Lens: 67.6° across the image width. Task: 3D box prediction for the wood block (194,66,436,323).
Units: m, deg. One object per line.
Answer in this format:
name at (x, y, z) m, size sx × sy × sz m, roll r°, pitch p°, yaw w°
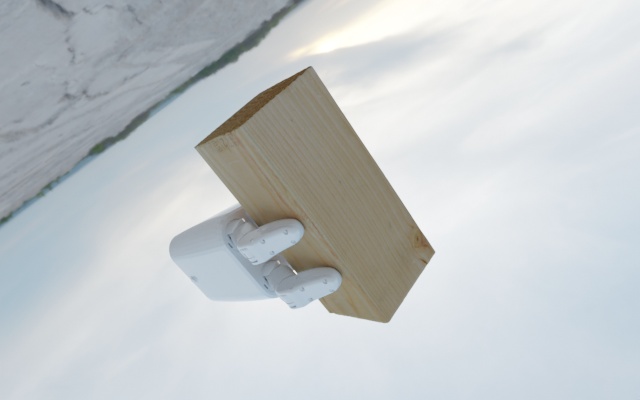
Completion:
wood block at (0.000, 0.001, 0.426) m, size 0.090 × 0.206 × 0.090 m, roll -8°, pitch 35°, yaw 53°
